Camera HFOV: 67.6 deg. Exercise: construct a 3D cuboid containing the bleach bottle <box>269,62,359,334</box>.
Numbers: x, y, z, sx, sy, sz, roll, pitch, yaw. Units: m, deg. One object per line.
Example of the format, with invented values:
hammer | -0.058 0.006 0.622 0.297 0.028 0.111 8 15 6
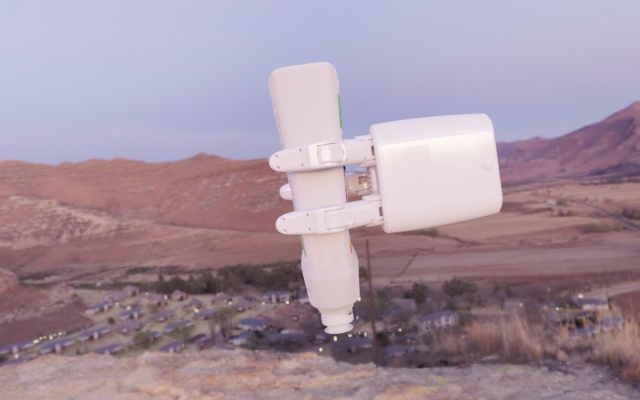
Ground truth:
bleach bottle | 0.000 0.002 0.471 0.068 0.251 0.102 -8 2 0
